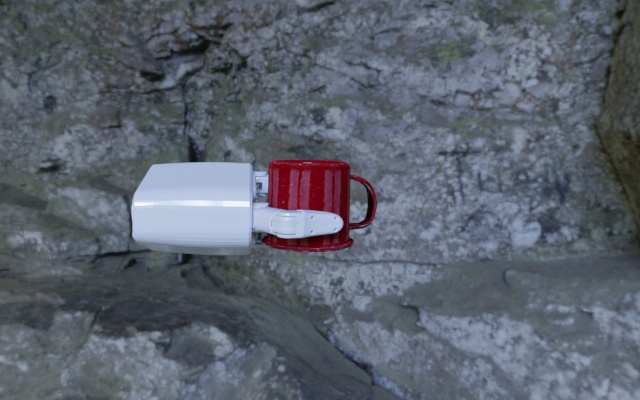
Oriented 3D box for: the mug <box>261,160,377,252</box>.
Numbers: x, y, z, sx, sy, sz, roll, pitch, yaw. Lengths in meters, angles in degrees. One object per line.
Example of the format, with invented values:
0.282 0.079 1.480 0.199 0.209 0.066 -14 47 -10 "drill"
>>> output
0.002 0.001 0.479 0.117 0.081 0.093 0 7 -10 "mug"
